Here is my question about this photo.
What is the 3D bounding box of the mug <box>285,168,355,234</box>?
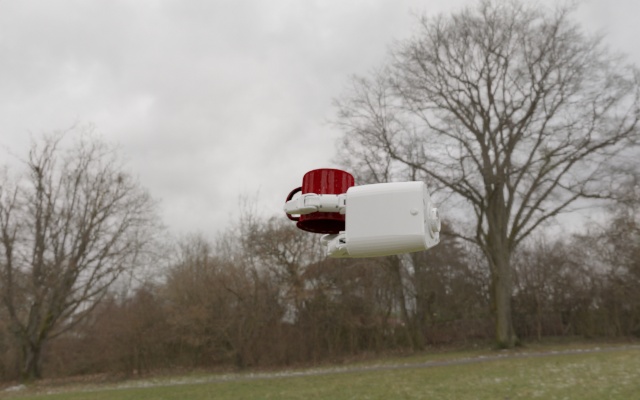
[{"bbox_3d":[-0.001,0.002,0.734,0.117,0.081,0.093,-5,-19,23],"label":"mug"}]
